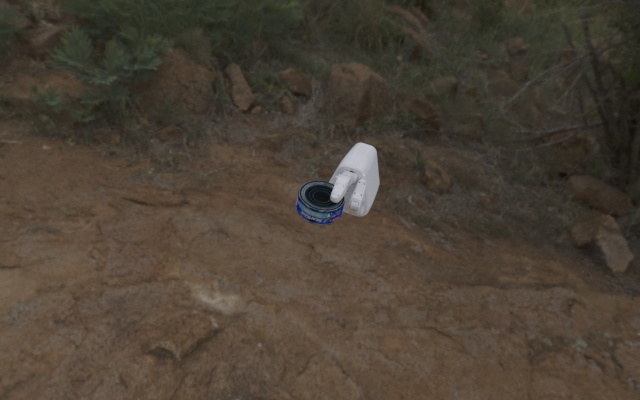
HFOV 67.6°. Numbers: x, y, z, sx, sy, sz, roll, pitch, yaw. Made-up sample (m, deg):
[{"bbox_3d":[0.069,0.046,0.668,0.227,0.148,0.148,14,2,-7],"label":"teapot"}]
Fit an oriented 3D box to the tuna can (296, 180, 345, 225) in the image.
[{"bbox_3d":[0.000,0.002,0.852,0.086,0.034,0.086,7,41,-6],"label":"tuna can"}]
